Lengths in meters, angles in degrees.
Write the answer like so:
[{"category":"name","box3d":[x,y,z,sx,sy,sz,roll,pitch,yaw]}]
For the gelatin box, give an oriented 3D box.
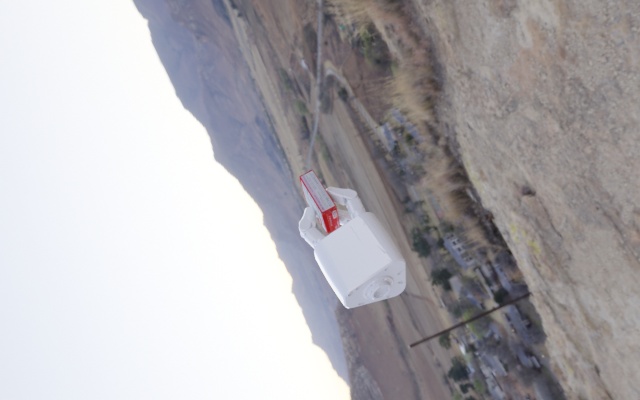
[{"category":"gelatin box","box3d":[0.000,0.003,0.815,0.030,0.089,0.073,-28,-30,-8]}]
